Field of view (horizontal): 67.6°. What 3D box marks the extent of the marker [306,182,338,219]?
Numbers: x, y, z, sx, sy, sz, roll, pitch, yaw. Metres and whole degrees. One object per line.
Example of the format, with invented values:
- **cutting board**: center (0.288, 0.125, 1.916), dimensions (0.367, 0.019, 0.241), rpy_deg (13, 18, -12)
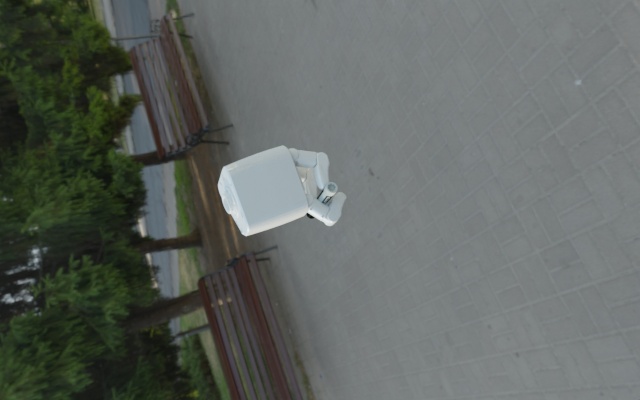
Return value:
- **marker**: center (0.000, 0.003, 0.786), dimensions (0.020, 0.020, 0.121), rpy_deg (0, -22, -19)
